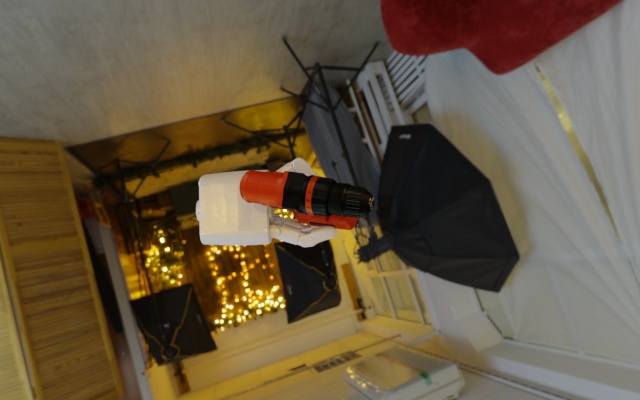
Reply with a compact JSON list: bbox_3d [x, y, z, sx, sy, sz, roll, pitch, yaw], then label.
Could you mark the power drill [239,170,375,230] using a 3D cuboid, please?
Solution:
[{"bbox_3d":[0.000,0.002,0.689,0.184,0.057,0.188,10,-8,18],"label":"power drill"}]
